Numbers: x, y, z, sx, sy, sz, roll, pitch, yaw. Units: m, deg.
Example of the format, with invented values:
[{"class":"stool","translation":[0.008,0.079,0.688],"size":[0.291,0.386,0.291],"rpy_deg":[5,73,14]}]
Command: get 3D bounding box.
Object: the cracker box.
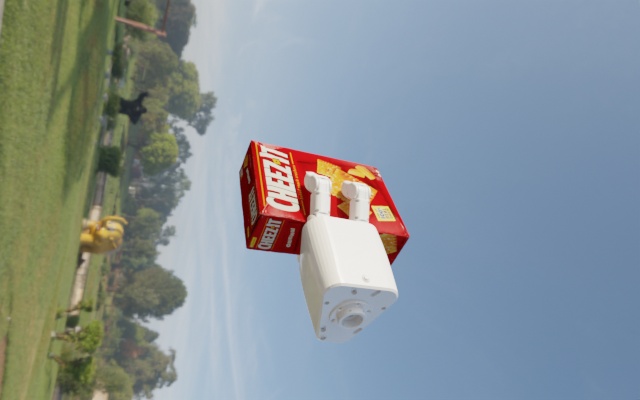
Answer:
[{"class":"cracker box","translation":[0.000,0.002,0.681],"size":[0.214,0.072,0.164],"rpy_deg":[11,37,-22]}]
